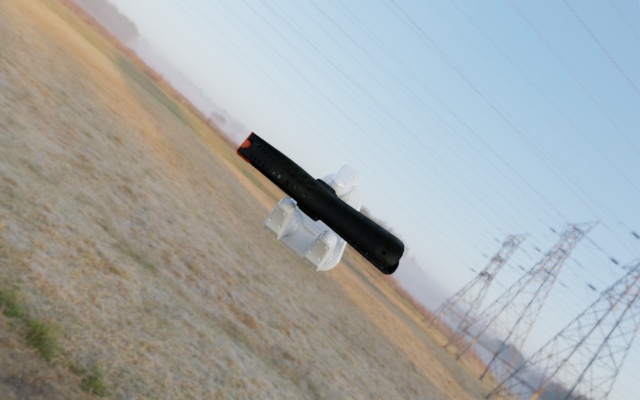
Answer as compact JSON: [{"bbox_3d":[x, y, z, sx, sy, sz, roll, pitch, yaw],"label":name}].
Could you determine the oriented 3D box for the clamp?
[{"bbox_3d":[0.000,0.001,0.466,0.210,0.036,0.164,39,-5,6],"label":"clamp"}]
